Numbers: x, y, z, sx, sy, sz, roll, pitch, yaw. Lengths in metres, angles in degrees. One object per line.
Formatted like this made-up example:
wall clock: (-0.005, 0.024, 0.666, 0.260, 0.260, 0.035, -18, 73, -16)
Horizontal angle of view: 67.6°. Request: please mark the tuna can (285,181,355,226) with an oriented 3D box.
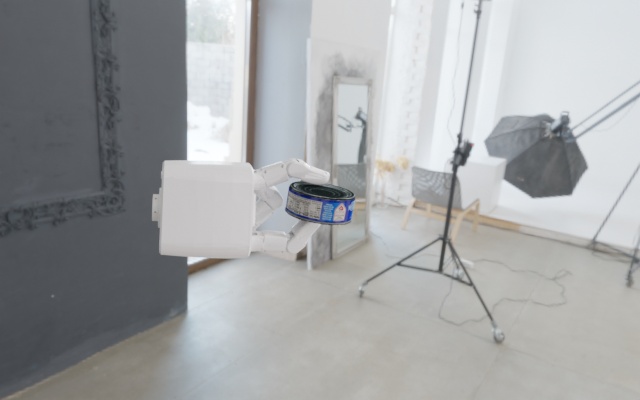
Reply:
tuna can: (0.000, 0.001, 0.598, 0.086, 0.034, 0.086, 9, 13, -2)
